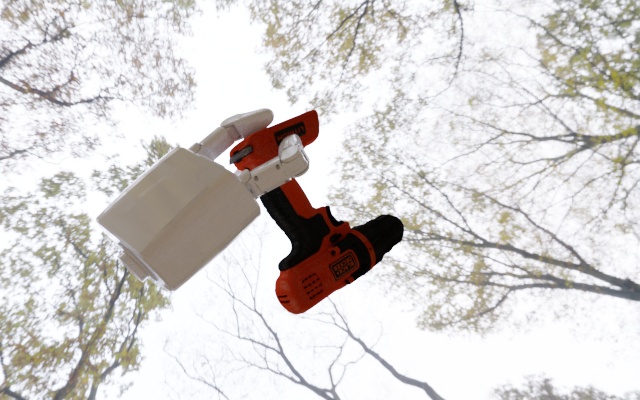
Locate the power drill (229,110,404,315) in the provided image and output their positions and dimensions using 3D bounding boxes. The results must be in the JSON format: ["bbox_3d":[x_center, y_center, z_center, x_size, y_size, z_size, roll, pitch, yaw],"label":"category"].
[{"bbox_3d":[0.000,0.001,0.515,0.184,0.187,0.057,-29,3,-39],"label":"power drill"}]
